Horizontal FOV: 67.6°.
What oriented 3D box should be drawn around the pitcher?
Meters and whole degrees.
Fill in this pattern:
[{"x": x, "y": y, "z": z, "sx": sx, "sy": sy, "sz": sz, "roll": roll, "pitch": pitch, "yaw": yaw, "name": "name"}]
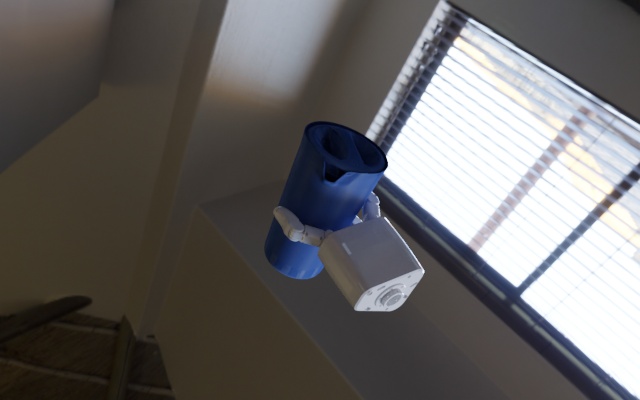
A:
[{"x": 0.000, "y": 0.003, "z": 0.764, "sx": 0.149, "sy": 0.243, "sz": 0.145, "roll": -2, "pitch": 42, "yaw": -37, "name": "pitcher"}]
